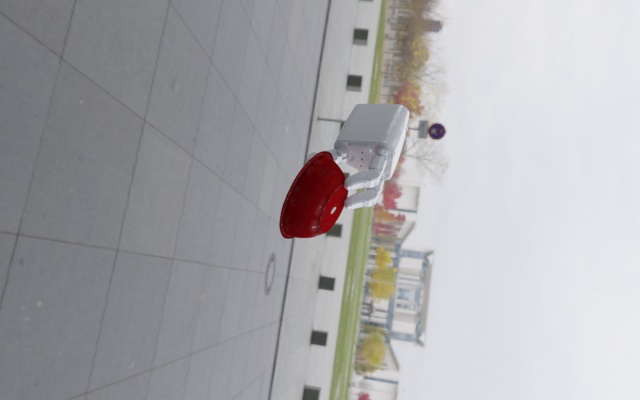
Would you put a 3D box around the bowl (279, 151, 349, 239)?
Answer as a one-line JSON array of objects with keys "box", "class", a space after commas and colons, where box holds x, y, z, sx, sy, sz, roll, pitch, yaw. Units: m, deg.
[{"box": [0.000, 0.004, 0.787, 0.055, 0.162, 0.162, 27, 10, 20], "class": "bowl"}]
